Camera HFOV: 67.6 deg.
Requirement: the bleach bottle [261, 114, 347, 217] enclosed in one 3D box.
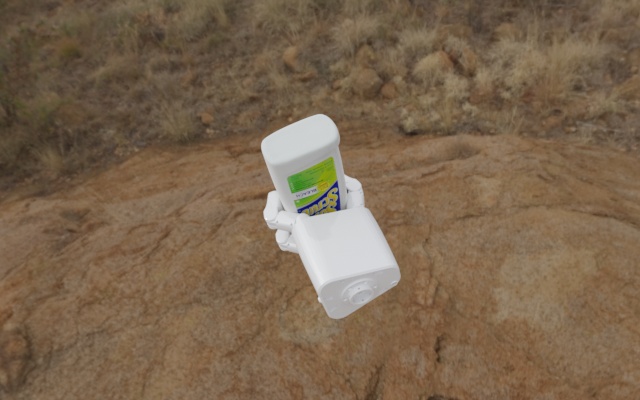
[{"bbox_3d":[0.000,0.002,0.687,0.102,0.068,0.251,-24,-43,-3],"label":"bleach bottle"}]
